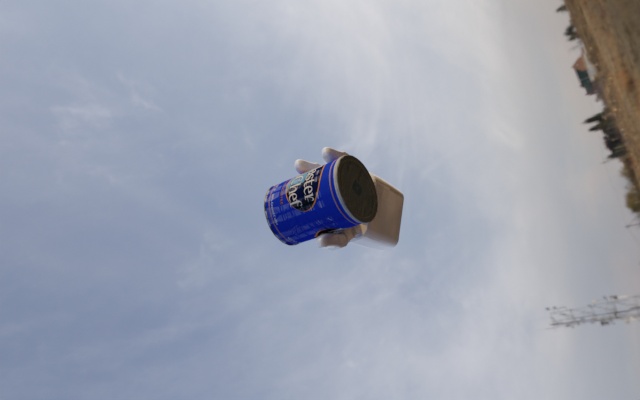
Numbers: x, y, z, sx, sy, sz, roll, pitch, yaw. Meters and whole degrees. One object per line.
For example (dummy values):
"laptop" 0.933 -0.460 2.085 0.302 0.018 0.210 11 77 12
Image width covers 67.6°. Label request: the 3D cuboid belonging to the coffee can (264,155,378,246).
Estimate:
"coffee can" 0.000 0.002 0.721 0.140 0.103 0.103 -20 -12 34
